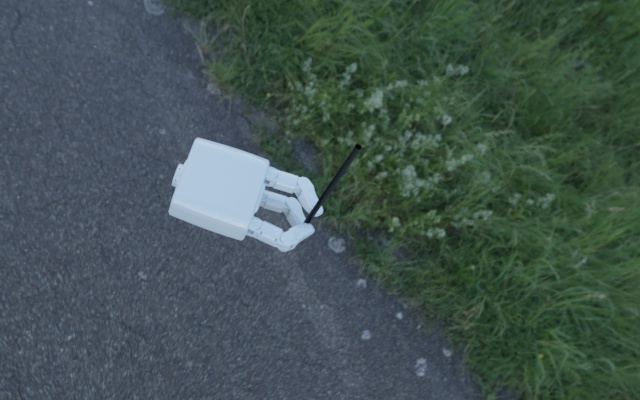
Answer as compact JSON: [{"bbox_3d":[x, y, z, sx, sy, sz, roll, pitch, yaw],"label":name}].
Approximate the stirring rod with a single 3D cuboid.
[{"bbox_3d":[0.000,0.002,0.638,0.011,0.011,0.240,0,-32,-25],"label":"stirring rod"}]
